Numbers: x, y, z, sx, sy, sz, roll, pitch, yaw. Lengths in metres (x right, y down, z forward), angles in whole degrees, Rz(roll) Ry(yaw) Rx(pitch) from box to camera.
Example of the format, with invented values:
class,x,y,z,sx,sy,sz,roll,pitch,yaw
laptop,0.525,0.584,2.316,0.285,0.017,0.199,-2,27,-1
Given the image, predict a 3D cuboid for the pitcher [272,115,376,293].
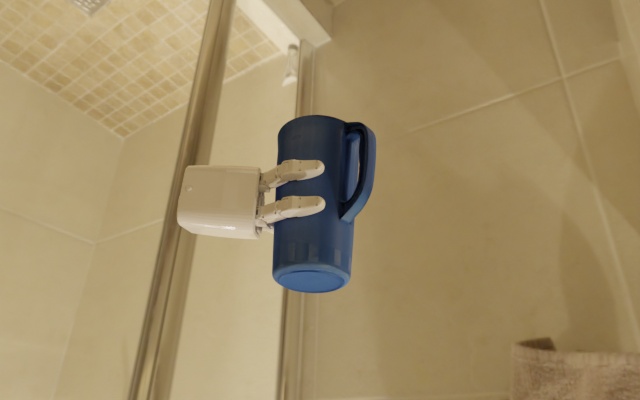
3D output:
class,x,y,z,sx,sy,sz,roll,pitch,yaw
pitcher,0.000,0.002,0.696,0.145,0.242,0.149,4,-29,-2
